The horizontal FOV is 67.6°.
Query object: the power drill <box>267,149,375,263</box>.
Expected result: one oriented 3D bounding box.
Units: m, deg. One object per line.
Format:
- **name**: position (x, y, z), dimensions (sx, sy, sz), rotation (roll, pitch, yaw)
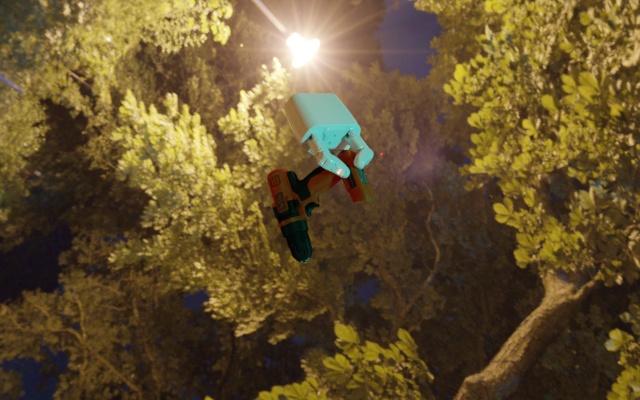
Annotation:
- **power drill**: position (0.000, 0.002, 0.874), dimensions (0.188, 0.184, 0.057), rotation (-23, -11, 21)
